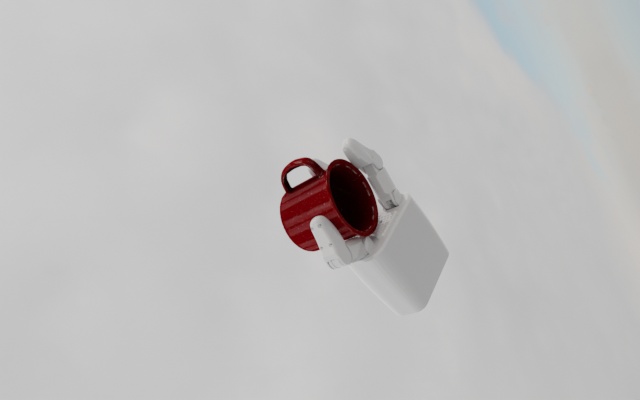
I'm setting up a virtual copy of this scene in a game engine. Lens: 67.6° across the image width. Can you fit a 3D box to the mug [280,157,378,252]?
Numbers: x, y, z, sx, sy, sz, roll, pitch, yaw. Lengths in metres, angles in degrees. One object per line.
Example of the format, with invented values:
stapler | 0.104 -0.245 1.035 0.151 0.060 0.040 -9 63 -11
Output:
mug | -0.001 0.001 0.548 0.081 0.117 0.093 -26 27 34
